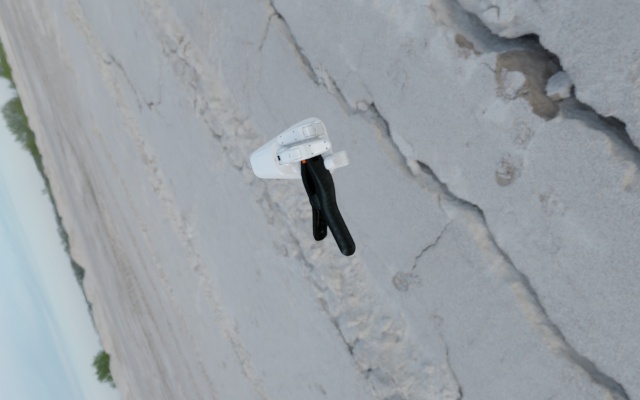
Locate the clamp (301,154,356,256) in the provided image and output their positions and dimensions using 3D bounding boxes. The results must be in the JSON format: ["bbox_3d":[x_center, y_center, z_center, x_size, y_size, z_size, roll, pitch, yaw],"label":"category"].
[{"bbox_3d":[0.000,0.003,0.754,0.039,0.171,0.120,-19,7,-27],"label":"clamp"}]
